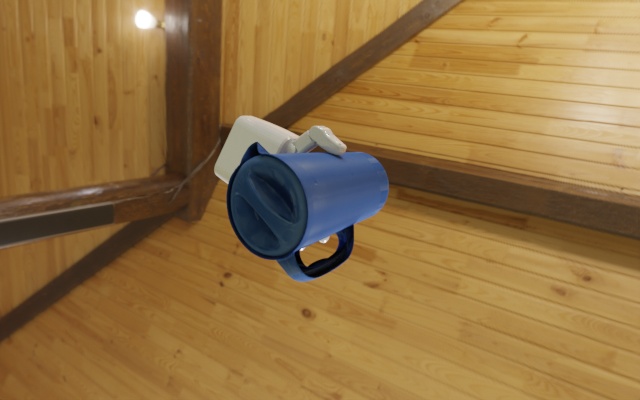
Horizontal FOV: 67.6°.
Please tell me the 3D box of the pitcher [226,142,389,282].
[{"bbox_3d":[0.000,0.002,0.676,0.145,0.149,0.243,29,24,29],"label":"pitcher"}]
